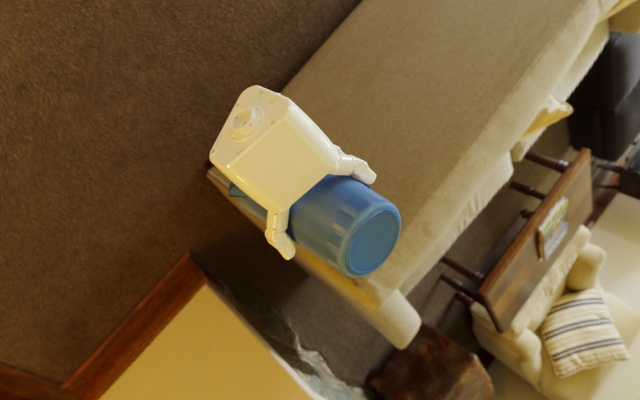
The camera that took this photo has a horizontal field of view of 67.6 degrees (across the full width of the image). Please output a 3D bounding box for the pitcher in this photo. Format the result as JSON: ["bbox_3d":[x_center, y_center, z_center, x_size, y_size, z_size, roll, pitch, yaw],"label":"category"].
[{"bbox_3d":[0.000,0.002,0.678,0.242,0.149,0.145,32,-9,42],"label":"pitcher"}]
